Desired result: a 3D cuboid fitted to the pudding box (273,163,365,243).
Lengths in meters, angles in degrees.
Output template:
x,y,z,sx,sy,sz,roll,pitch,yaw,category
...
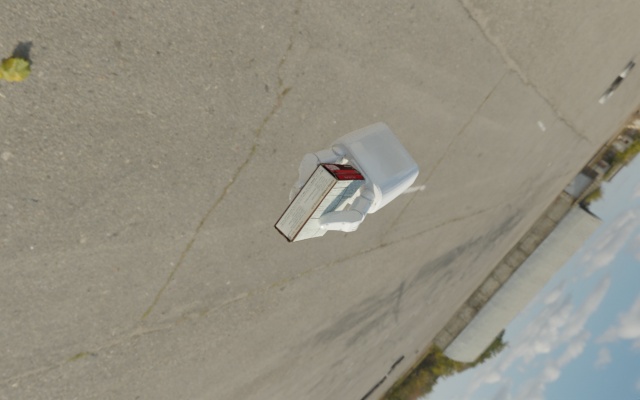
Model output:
x,y,z,sx,sy,sz,roll,pitch,yaw,category
0.000,0.002,0.645,0.039,0.113,0.090,43,20,20,pudding box
